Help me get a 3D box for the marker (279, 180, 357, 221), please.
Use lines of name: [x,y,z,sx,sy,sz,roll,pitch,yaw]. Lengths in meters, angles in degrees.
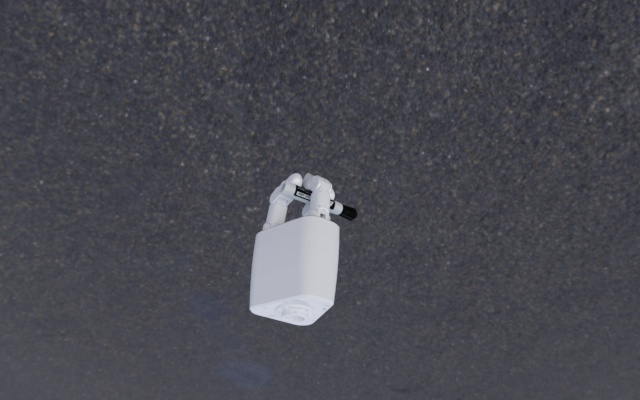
marker: [0.000,0.002,0.649,0.121,0.020,0.020,22,-11,-28]
